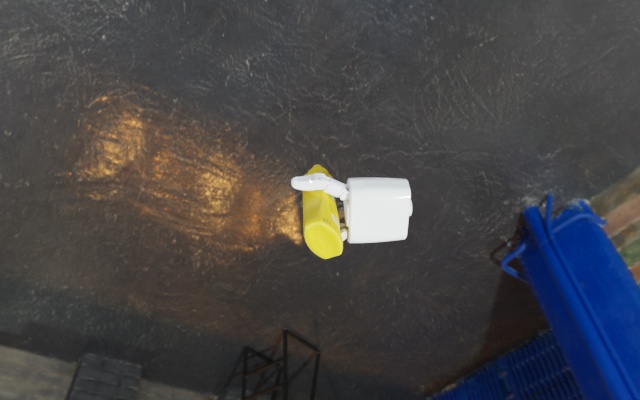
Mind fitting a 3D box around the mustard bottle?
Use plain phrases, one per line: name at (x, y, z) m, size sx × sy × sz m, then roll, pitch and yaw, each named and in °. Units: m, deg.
mustard bottle at (0.000, 0.003, 0.850) m, size 0.058 × 0.191 × 0.096 m, roll -19°, pitch -48°, yaw 14°
